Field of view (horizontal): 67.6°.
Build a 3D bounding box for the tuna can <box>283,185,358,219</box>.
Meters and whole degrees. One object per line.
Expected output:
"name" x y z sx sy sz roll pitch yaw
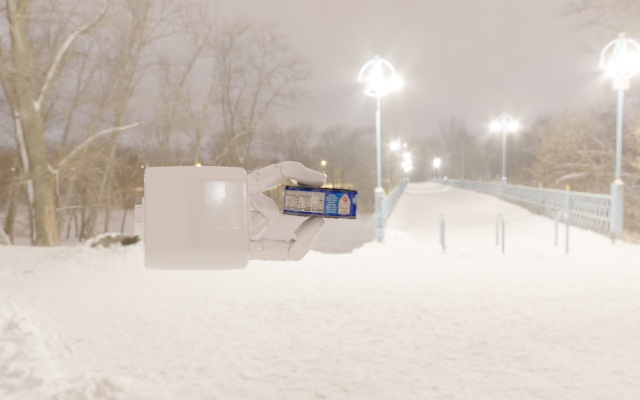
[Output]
"tuna can" 0.000 0.001 0.550 0.086 0.034 0.086 4 1 0
